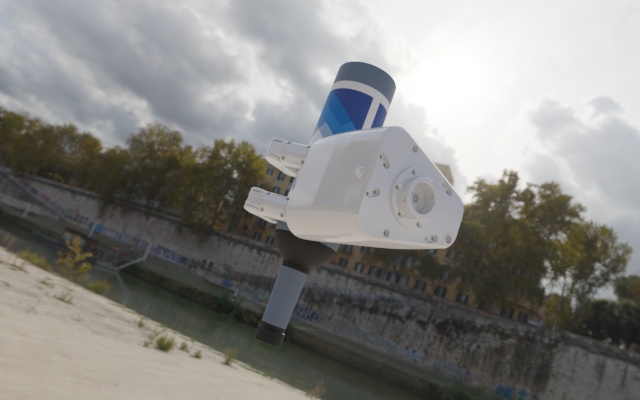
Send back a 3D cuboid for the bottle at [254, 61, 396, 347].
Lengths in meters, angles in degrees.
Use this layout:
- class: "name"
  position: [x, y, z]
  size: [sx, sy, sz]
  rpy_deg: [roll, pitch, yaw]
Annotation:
- class: "bottle"
  position: [0.000, 0.001, 0.488]
  size: [0.069, 0.295, 0.069]
  rpy_deg: [20, -13, 5]
